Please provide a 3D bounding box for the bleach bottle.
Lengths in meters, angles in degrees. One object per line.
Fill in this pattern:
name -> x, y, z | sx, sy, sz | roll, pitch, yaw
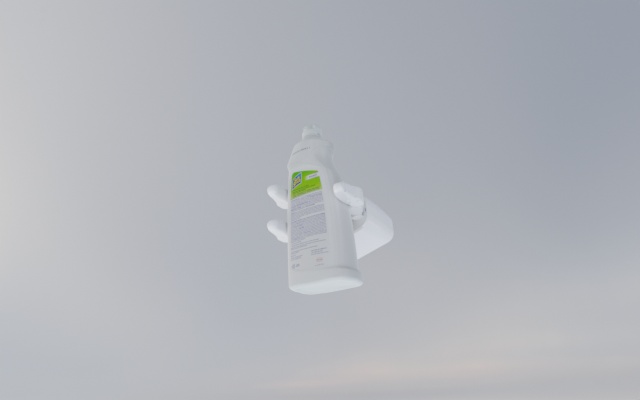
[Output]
bleach bottle -> 0.000, 0.002, 0.690 | 0.102, 0.250, 0.068 | -16, -26, 28
